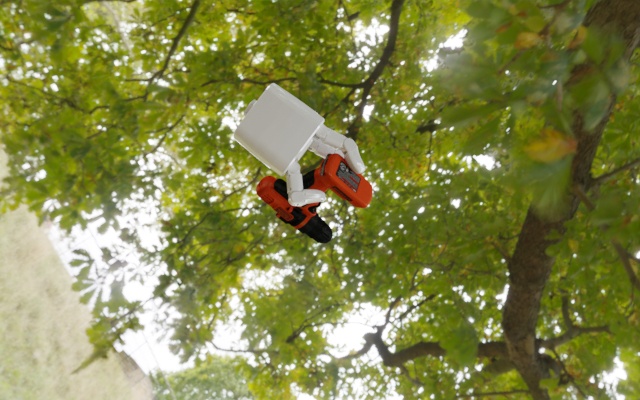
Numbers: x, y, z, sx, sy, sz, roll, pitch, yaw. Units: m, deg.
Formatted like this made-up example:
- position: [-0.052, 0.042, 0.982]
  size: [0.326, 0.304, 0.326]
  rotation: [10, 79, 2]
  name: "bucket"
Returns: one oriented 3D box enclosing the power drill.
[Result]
- position: [0.000, 0.002, 0.855]
  size: [0.184, 0.057, 0.188]
  rotation: [39, -42, -26]
  name: "power drill"
